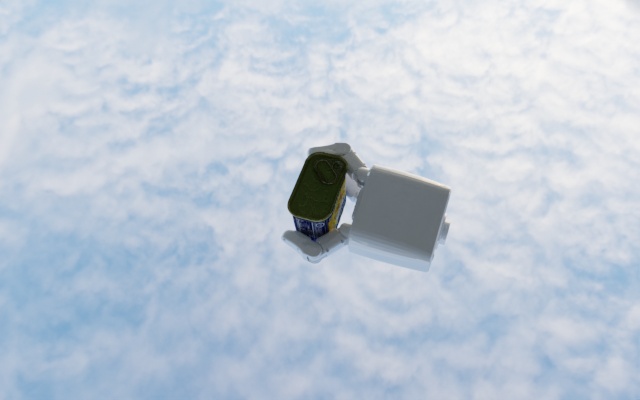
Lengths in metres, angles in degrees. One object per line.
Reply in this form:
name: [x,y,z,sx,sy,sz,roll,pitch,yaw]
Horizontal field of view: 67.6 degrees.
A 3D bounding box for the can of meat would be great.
can of meat: [0.000,0.002,0.631,0.057,0.102,0.084,13,-30,13]
